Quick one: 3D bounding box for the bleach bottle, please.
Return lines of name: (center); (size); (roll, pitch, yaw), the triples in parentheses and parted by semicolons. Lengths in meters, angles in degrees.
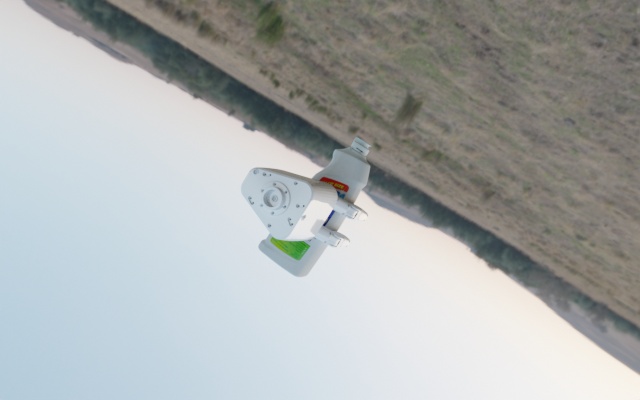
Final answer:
bleach bottle: (0.000, 0.003, 0.814); (0.102, 0.251, 0.068); (34, 9, 17)
